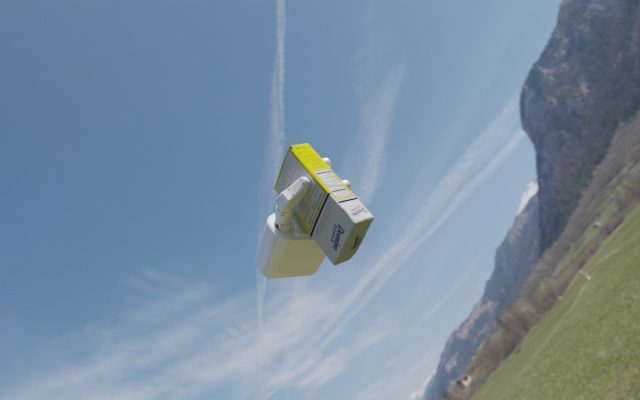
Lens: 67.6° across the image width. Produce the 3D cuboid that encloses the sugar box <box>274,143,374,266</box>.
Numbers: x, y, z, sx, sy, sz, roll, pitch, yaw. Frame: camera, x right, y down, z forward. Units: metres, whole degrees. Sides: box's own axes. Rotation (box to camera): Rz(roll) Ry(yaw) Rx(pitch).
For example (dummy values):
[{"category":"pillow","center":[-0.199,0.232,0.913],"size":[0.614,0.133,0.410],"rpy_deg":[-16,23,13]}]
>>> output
[{"category":"sugar box","center":[0.000,0.002,0.726],"size":[0.048,0.093,0.176],"rpy_deg":[-16,53,-39]}]
